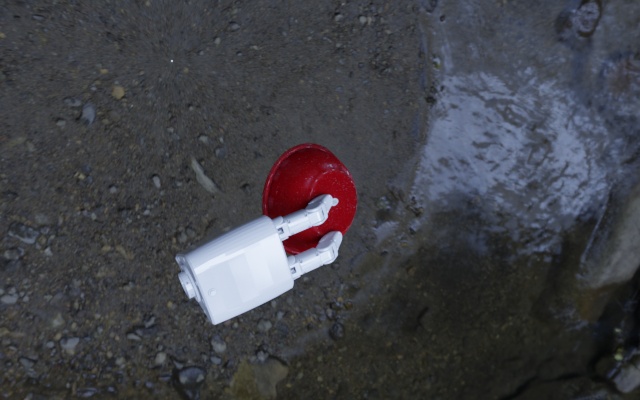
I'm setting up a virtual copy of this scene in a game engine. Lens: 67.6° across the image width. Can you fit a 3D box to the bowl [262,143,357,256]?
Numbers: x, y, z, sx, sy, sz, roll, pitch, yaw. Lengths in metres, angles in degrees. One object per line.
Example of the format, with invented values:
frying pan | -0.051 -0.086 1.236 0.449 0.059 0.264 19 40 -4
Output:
bowl | 0.001 0.001 0.660 0.162 0.162 0.055 0 5 -43
